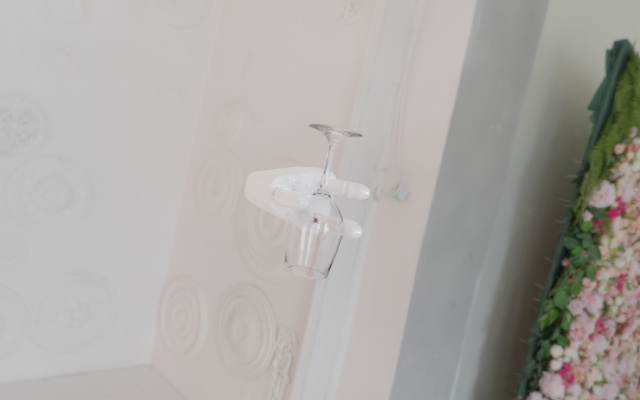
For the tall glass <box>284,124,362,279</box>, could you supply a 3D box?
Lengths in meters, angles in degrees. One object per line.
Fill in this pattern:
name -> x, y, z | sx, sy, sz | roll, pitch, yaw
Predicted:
tall glass -> 0.000, 0.001, 0.651 | 0.079, 0.201, 0.079 | 12, 3, -1
